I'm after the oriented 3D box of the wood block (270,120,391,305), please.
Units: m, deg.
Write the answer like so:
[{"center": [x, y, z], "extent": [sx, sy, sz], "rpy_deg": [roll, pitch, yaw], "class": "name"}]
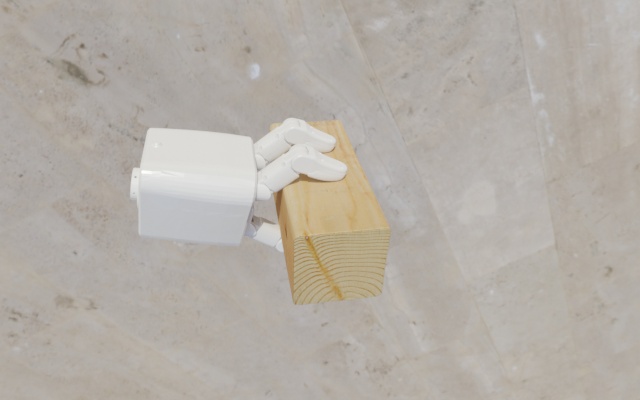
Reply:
[{"center": [0.000, 0.002, 0.519], "extent": [0.090, 0.091, 0.206], "rpy_deg": [-5, 38, -10], "class": "wood block"}]
